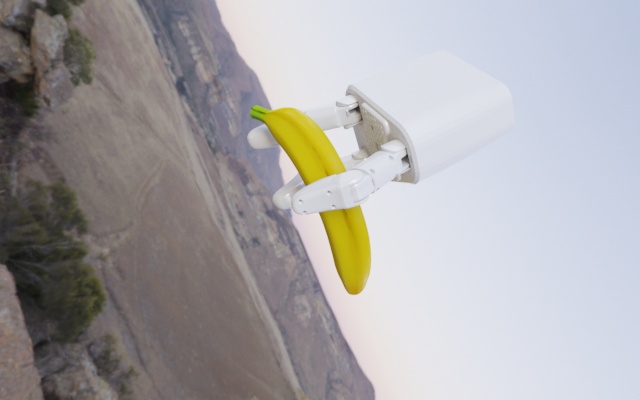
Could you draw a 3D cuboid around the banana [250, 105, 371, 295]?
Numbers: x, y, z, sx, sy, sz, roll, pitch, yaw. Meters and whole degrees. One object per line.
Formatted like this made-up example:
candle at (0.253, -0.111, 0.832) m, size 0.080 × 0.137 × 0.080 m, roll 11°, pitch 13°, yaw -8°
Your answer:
banana at (0.005, -0.002, 0.414) m, size 0.037 × 0.198 × 0.069 m, roll -30°, pitch 9°, yaw -20°
